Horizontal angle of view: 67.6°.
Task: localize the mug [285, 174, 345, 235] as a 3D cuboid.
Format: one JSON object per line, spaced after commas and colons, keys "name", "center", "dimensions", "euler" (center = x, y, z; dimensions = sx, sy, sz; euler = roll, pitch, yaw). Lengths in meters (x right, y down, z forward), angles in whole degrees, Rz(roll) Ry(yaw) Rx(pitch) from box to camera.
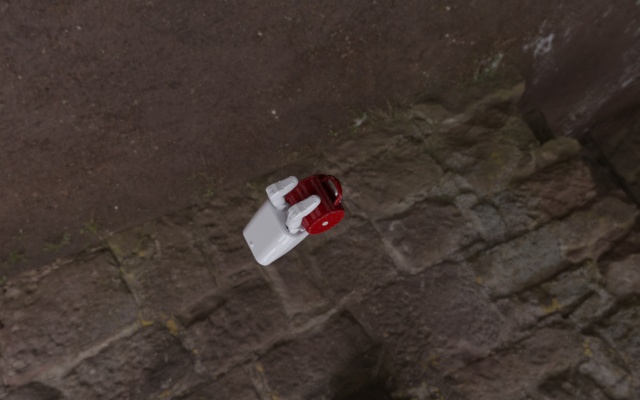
{"name": "mug", "center": [0.001, 0.002, 0.887], "dimensions": [0.093, 0.081, 0.117], "euler": [-4, -34, -49]}
